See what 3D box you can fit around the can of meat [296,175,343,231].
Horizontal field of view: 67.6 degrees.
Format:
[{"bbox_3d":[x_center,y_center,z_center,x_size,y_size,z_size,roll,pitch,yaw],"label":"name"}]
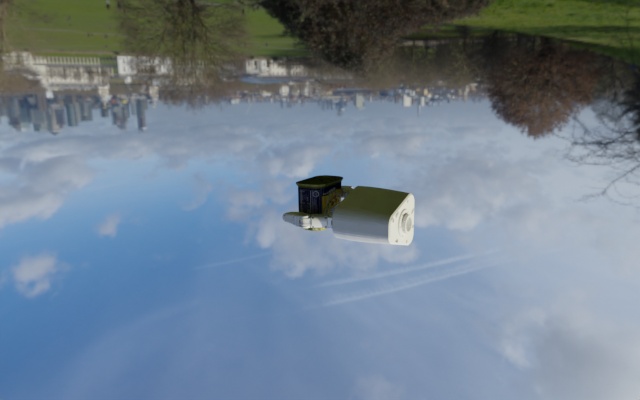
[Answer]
[{"bbox_3d":[0.000,0.003,0.871,0.057,0.084,0.102,6,14,28],"label":"can of meat"}]
